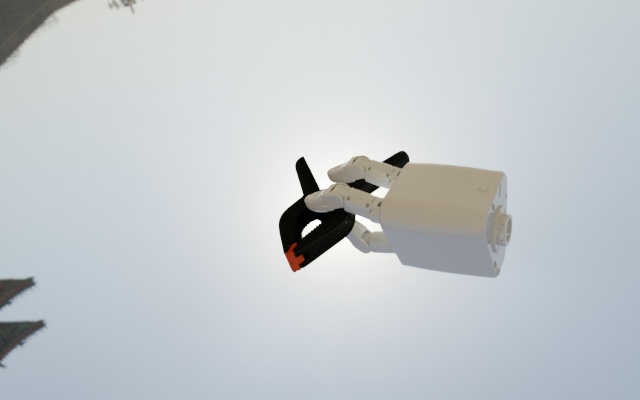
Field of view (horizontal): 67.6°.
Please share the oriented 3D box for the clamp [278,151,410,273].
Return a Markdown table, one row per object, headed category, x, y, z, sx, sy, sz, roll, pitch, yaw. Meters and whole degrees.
| category | x | y | z | sx | sy | sz | roll | pitch | yaw |
| --- | --- | --- | --- | --- | --- | --- | --- | --- | --- |
| clamp | 0.000 | 0.003 | 0.589 | 0.164 | 0.036 | 0.210 | 4 | 40 | 34 |
